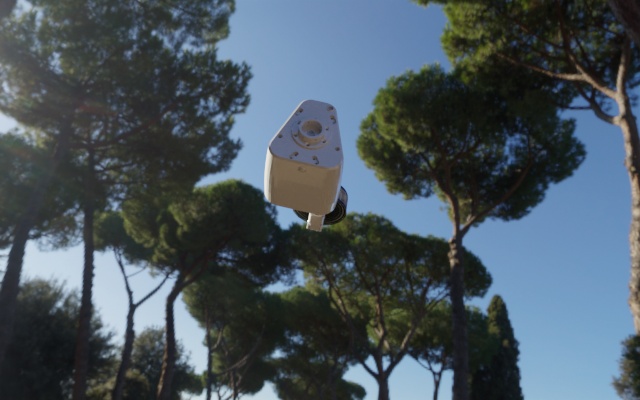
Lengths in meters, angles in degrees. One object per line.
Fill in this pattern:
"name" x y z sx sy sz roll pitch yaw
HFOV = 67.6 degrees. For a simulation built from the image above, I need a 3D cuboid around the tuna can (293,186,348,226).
"tuna can" 0.000 0.002 0.751 0.086 0.033 0.086 7 -35 5
